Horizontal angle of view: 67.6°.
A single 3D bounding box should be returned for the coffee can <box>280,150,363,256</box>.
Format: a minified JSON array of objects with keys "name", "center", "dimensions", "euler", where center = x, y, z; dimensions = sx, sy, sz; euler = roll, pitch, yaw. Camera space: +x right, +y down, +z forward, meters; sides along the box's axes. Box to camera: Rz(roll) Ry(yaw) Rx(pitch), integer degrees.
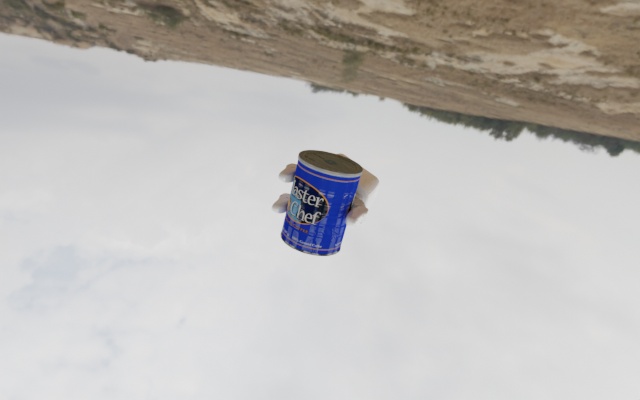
[{"name":"coffee can","center":[0.000,0.002,0.759],"dimensions":[0.103,0.140,0.102],"euler":[13,20,-5]}]
